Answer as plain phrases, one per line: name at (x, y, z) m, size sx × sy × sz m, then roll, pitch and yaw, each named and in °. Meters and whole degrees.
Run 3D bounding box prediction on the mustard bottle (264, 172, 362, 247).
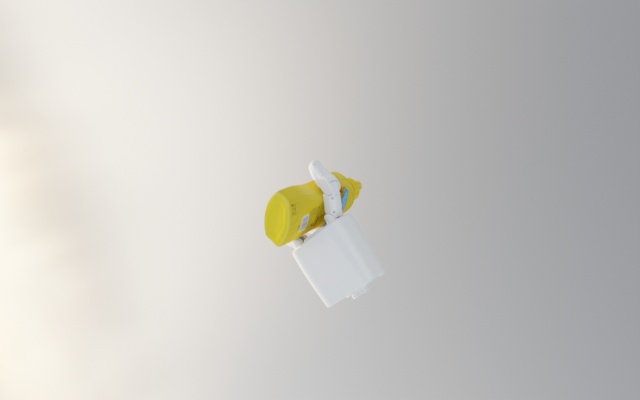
mustard bottle at (0.000, 0.002, 0.772) m, size 0.191 × 0.096 × 0.058 m, roll -23°, pitch 51°, yaw -40°
